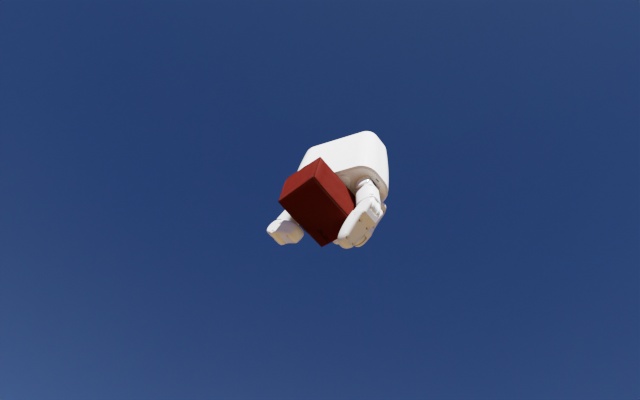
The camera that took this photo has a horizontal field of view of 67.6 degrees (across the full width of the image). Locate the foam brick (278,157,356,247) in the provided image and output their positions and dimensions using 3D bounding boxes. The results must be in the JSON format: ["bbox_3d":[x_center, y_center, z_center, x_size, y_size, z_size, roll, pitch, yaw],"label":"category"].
[{"bbox_3d":[0.000,0.002,0.531,0.053,0.078,0.051,-31,24,25],"label":"foam brick"}]
